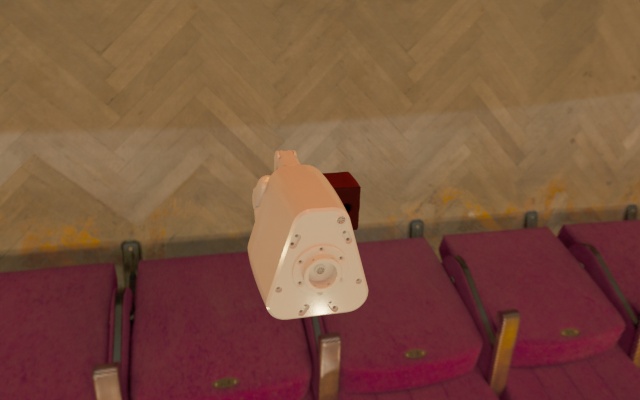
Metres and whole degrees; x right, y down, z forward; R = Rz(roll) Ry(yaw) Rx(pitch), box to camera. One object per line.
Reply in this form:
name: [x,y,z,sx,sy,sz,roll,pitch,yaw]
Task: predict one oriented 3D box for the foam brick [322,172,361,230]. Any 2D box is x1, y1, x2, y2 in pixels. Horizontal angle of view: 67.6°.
foam brick: [0.000,0.002,0.525,0.078,0.053,0.051,-4,23,-14]
